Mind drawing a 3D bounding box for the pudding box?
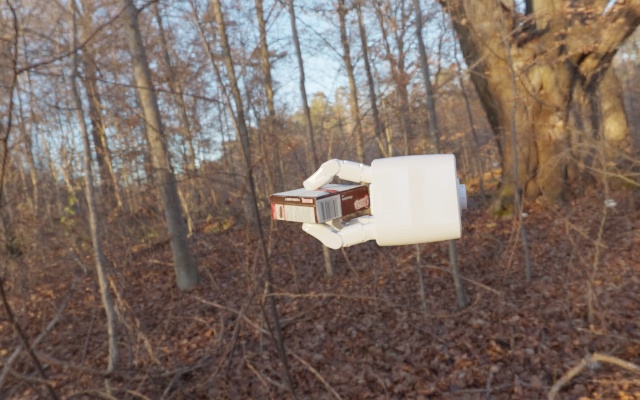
[{"bbox_3d":[0.000,0.002,0.665,0.090,0.039,0.113,2,10,42],"label":"pudding box"}]
